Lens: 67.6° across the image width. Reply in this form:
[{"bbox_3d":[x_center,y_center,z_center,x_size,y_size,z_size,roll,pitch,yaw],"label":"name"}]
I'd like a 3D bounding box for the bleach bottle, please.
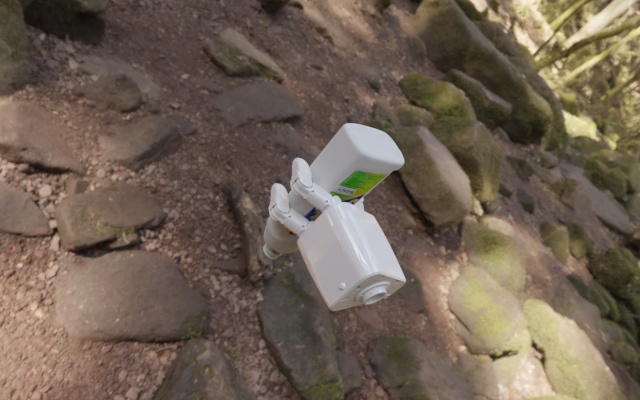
[{"bbox_3d":[0.000,0.002,0.685,0.102,0.068,0.251,5,-43,-44],"label":"bleach bottle"}]
